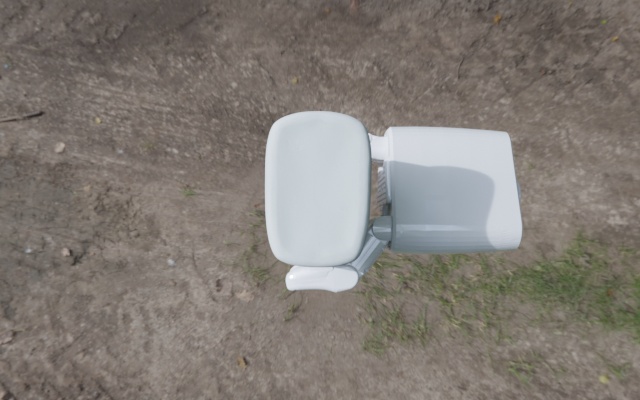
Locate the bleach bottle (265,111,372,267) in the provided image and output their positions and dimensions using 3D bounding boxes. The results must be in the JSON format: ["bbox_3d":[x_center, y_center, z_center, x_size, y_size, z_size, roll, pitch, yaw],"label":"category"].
[{"bbox_3d":[0.000,0.001,0.419,0.068,0.102,0.251,1,-3,1],"label":"bleach bottle"}]
